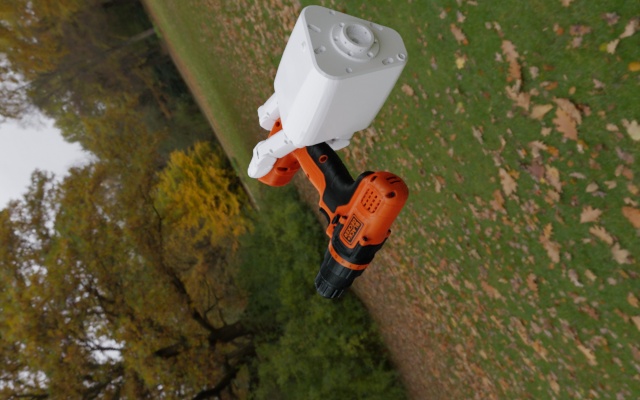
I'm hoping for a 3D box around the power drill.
[{"bbox_3d":[0.000,0.001,0.566,0.057,0.184,0.187,-14,52,-46],"label":"power drill"}]
